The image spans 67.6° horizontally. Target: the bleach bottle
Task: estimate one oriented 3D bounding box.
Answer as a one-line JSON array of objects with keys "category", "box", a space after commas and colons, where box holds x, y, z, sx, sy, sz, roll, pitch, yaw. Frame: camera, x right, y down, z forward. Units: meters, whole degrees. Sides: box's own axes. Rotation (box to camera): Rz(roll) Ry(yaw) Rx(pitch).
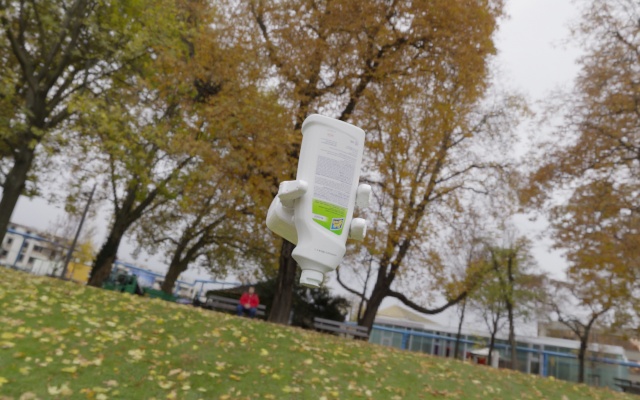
[{"category": "bleach bottle", "box": [0.000, 0.002, 0.717, 0.102, 0.250, 0.068, 16, -19, -13]}]
